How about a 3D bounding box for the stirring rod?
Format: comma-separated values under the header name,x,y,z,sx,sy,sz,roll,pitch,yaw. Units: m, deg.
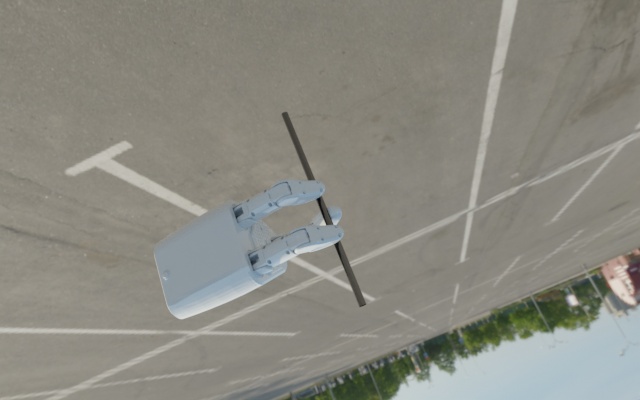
name,x,y,z,sx,sy,sz,roll,pitch,yaw
stirring rod,0.000,0.002,0.523,0.011,0.239,0.011,-19,-21,-8
